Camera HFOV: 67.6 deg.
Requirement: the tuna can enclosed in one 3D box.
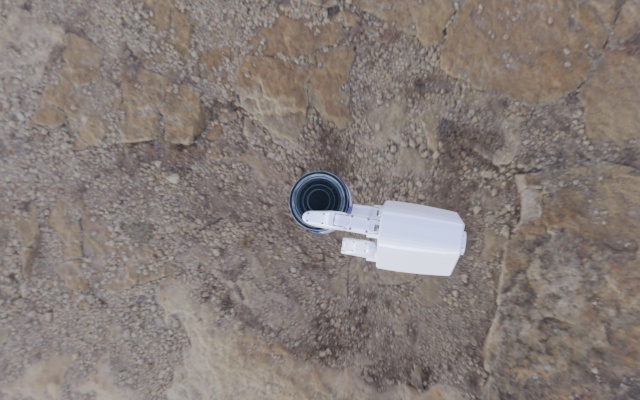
[{"bbox_3d":[0.000,0.002,0.658,0.086,0.086,0.034,0,-7,11],"label":"tuna can"}]
